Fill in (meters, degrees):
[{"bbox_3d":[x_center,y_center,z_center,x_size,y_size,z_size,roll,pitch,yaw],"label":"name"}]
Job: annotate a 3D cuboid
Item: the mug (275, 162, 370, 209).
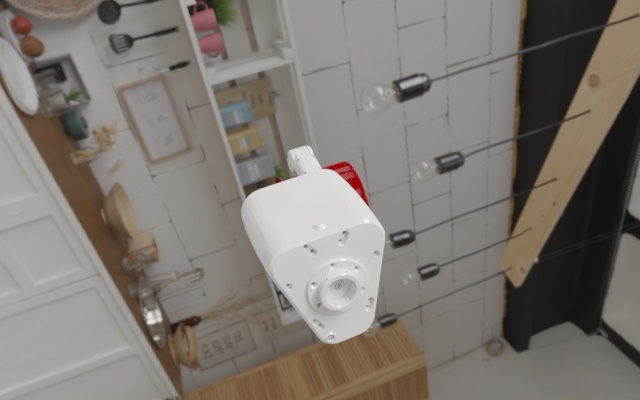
[{"bbox_3d":[0.000,0.001,0.536,0.081,0.093,0.117,-19,28,-10],"label":"mug"}]
